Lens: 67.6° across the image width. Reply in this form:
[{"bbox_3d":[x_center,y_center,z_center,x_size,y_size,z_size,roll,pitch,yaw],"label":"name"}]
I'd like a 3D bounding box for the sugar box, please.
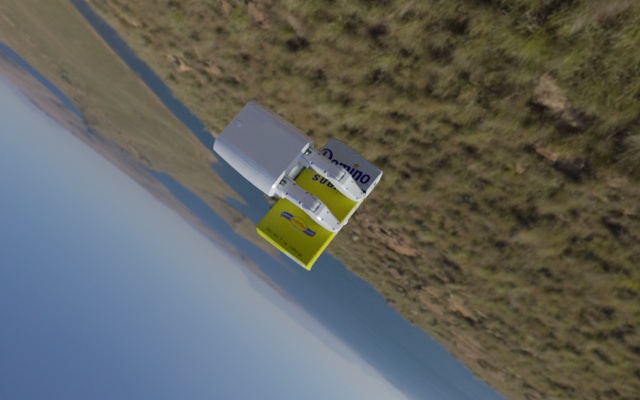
[{"bbox_3d":[0.000,0.002,0.681,0.093,0.176,0.048,36,-12,9],"label":"sugar box"}]
